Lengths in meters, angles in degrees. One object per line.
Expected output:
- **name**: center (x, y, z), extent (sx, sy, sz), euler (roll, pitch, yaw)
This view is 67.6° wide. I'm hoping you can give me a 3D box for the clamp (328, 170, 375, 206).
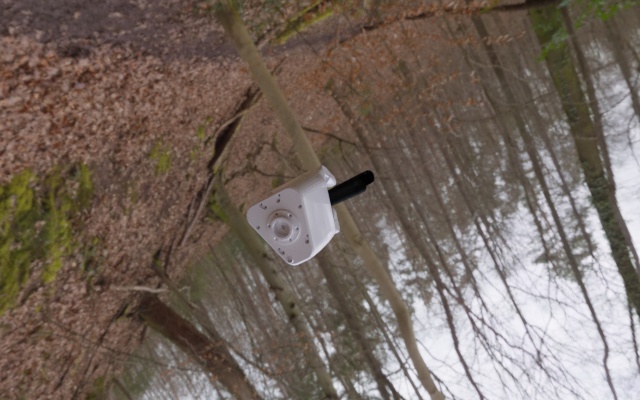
- **clamp**: center (0.000, 0.004, 0.821), extent (0.210, 0.036, 0.164), euler (-26, 1, 20)
